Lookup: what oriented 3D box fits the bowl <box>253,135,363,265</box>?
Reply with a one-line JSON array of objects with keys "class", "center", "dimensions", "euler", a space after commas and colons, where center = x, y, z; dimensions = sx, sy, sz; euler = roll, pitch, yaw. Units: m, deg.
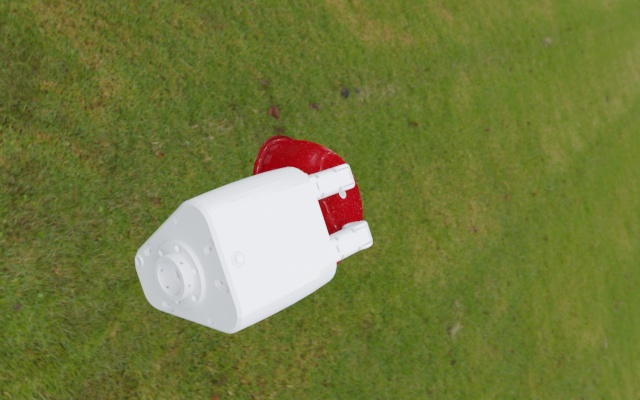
[{"class": "bowl", "center": [0.001, 0.001, 0.499], "dimensions": [0.055, 0.162, 0.162], "euler": [-16, -8, 27]}]
